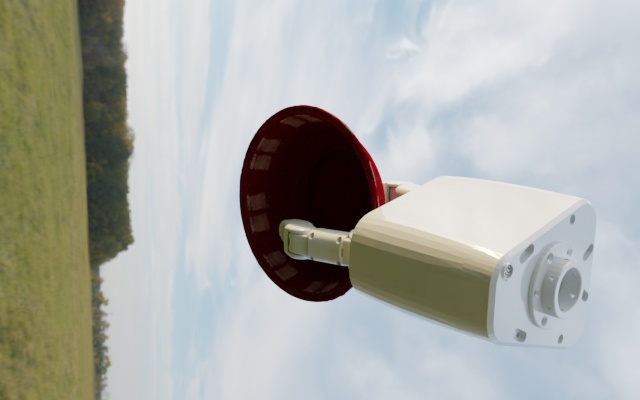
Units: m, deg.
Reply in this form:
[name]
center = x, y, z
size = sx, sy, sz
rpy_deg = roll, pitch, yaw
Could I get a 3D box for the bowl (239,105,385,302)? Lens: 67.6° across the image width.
[bowl]
center = -0.001, 0.001, 0.411
size = 0.162, 0.162, 0.055
rpy_deg = 0, 6, 43
